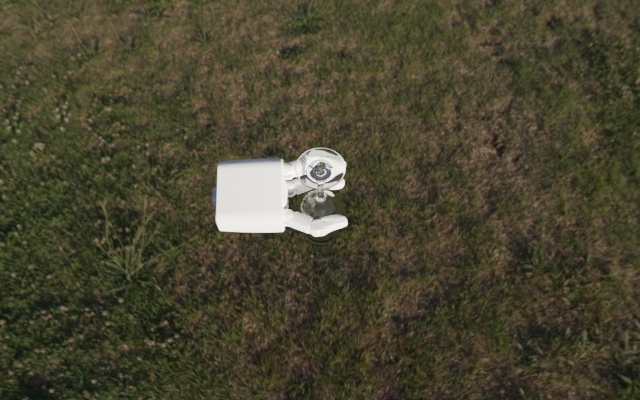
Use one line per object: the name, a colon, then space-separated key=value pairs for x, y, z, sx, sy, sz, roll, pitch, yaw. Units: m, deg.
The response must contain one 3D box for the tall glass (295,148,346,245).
tall glass: x=0.000 y=0.002 z=0.785 sx=0.079 sy=0.079 sz=0.201 roll=0 pitch=-31 yaw=0
